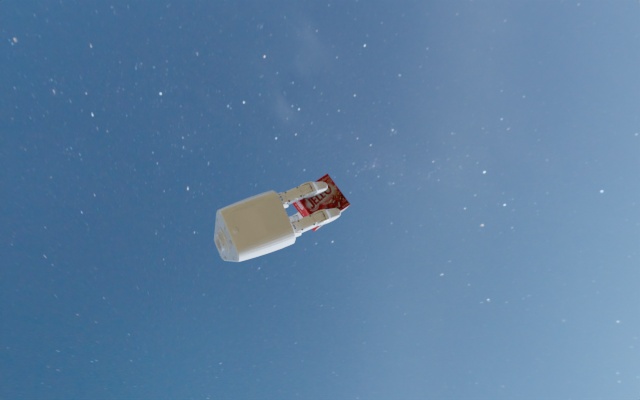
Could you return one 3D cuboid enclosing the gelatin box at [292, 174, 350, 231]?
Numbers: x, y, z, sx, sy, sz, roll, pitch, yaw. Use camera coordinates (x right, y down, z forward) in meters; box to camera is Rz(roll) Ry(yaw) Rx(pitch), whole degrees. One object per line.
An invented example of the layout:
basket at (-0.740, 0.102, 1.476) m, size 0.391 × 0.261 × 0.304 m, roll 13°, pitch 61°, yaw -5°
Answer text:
gelatin box at (0.000, 0.003, 0.875) m, size 0.089 × 0.073 × 0.030 m, roll -34°, pitch -5°, yaw -35°
